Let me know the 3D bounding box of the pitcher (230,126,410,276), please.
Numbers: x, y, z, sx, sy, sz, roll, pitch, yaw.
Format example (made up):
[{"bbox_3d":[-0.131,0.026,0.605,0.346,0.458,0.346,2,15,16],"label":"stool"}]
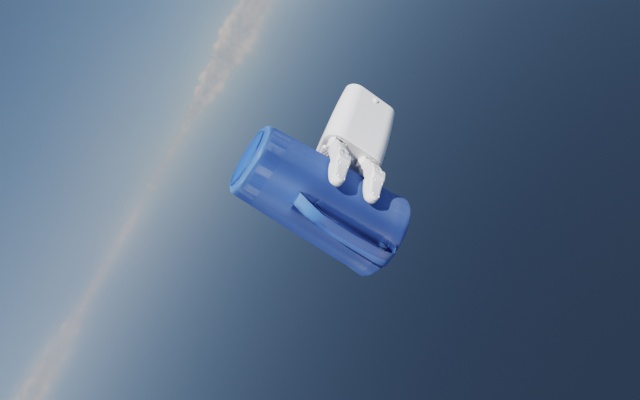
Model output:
[{"bbox_3d":[0.000,0.002,0.677,0.243,0.145,0.149,30,-30,-18],"label":"pitcher"}]
